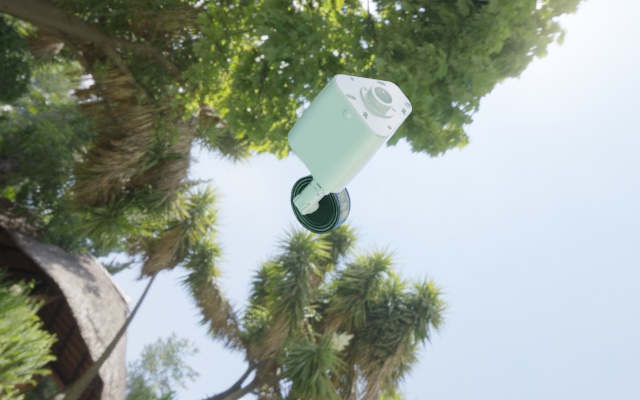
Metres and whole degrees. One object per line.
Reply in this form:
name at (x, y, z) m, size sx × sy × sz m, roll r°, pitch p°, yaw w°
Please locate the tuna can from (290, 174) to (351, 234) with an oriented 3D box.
tuna can at (0.000, 0.002, 0.677) m, size 0.086 × 0.086 × 0.033 m, roll 0°, pitch 18°, yaw 39°
